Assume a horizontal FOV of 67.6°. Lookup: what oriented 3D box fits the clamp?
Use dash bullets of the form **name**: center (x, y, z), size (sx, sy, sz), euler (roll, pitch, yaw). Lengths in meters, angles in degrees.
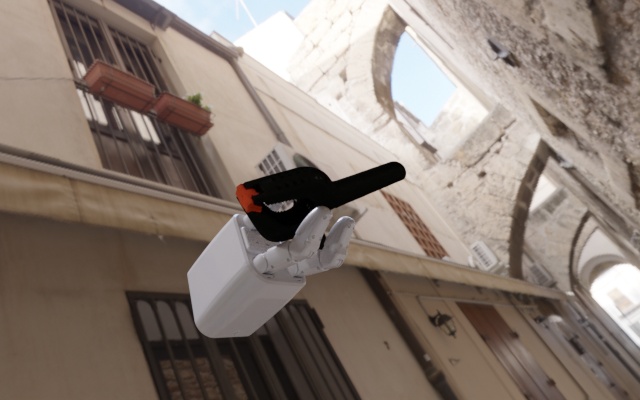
- **clamp**: center (-0.001, 0.001, 0.523), size (0.210, 0.164, 0.036), euler (19, 27, -53)
